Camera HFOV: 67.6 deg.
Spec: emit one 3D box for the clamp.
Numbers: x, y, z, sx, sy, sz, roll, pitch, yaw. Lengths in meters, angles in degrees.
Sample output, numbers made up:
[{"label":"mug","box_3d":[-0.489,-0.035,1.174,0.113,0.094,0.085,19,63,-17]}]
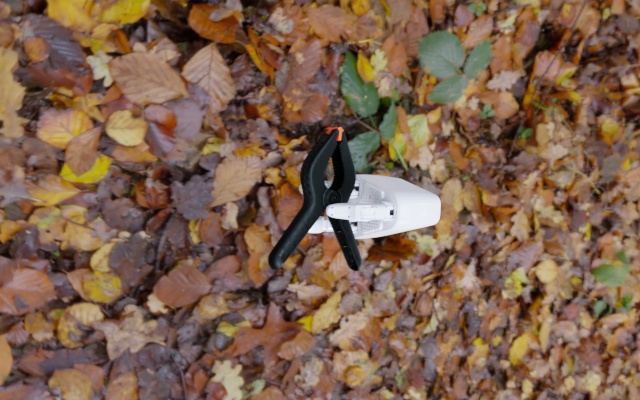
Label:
[{"label":"clamp","box_3d":[0.001,0.002,0.663,0.164,0.210,0.036,-1,5,-42]}]
